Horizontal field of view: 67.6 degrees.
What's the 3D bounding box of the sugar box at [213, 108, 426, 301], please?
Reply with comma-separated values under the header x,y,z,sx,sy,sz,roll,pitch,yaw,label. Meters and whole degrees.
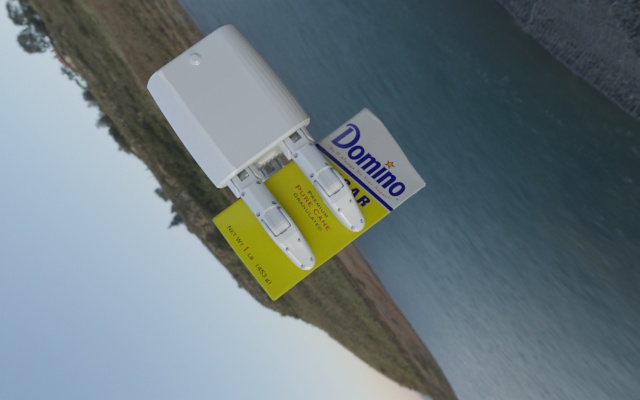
x,y,z,sx,sy,sz,roll,pitch,yaw,label
0.000,0.001,0.443,0.176,0.093,0.048,-37,2,-4,sugar box
